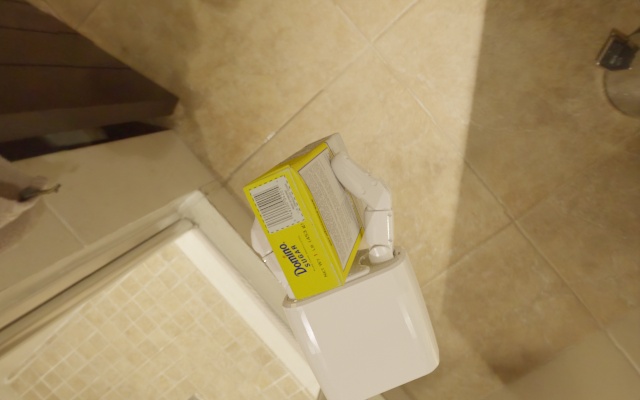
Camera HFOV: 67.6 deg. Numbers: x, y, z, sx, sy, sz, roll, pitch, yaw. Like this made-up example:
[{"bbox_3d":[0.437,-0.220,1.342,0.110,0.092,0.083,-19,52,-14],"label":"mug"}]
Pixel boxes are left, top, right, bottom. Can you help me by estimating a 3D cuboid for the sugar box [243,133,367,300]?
[{"bbox_3d":[0.000,0.002,0.409,0.048,0.093,0.176,-21,9,15],"label":"sugar box"}]
